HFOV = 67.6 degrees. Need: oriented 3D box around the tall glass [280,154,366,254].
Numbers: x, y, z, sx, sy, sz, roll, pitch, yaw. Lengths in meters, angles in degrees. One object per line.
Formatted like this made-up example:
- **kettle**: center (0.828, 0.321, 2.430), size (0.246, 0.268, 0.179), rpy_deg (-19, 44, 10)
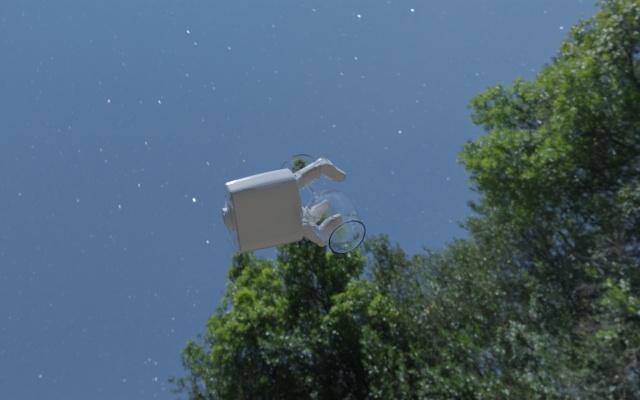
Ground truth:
- **tall glass**: center (0.000, 0.002, 0.783), size (0.079, 0.079, 0.201), rpy_deg (0, 32, -29)
